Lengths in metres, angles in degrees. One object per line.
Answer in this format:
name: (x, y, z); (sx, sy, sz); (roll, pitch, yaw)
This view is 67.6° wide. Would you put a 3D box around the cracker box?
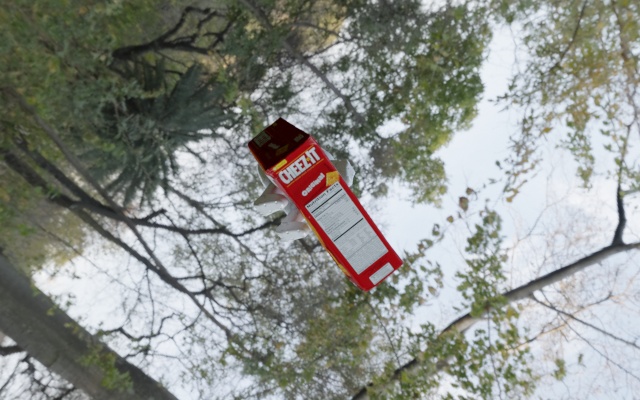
cracker box: (0.000, 0.002, 0.638); (0.072, 0.214, 0.164); (-39, 23, -3)
